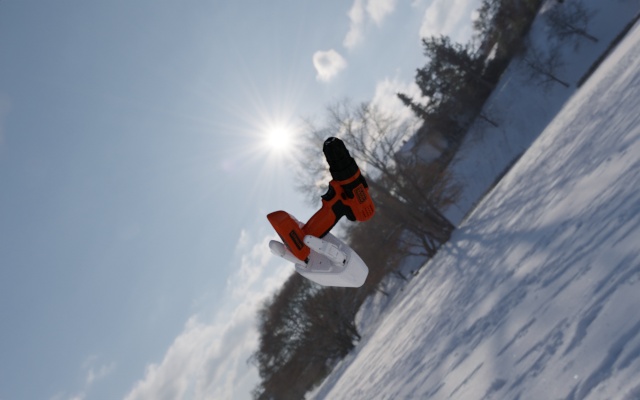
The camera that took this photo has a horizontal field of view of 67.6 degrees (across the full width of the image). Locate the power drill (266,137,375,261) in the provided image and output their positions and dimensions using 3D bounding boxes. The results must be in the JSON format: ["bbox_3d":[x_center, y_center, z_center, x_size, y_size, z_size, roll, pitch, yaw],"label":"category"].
[{"bbox_3d":[0.000,0.003,0.849,0.187,0.184,0.057,-37,33,-13],"label":"power drill"}]
